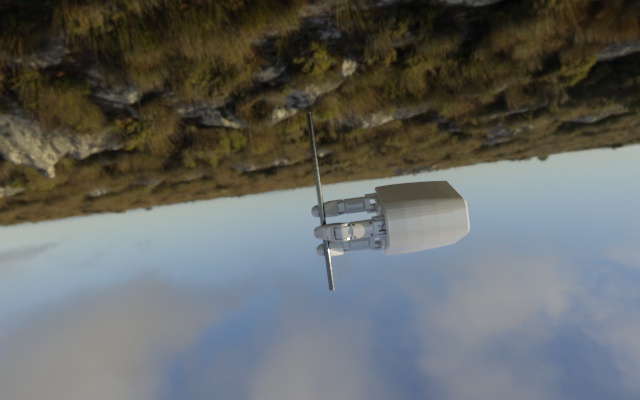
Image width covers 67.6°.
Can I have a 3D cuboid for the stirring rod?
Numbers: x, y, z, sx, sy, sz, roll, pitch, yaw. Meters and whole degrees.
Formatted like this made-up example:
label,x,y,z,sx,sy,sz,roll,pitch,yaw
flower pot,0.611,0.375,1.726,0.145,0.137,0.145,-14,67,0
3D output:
label,x,y,z,sx,sy,sz,roll,pitch,yaw
stirring rod,0.000,0.002,0.644,0.011,0.239,0.011,-8,2,0
